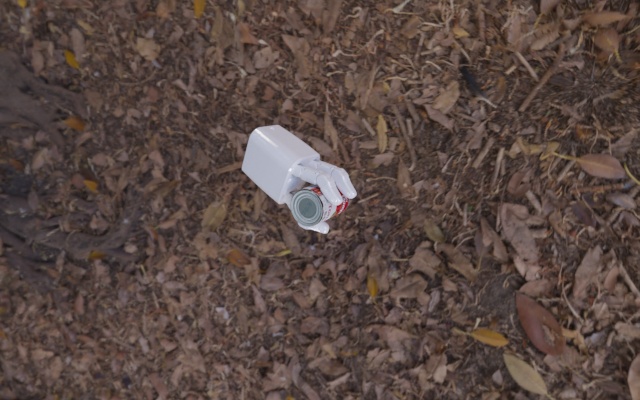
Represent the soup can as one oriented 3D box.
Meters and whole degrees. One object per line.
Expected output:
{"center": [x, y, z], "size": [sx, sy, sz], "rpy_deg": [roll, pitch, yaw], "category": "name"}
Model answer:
{"center": [0.000, 0.003, 0.859], "size": [0.068, 0.068, 0.102], "rpy_deg": [0, 12, 30], "category": "soup can"}
